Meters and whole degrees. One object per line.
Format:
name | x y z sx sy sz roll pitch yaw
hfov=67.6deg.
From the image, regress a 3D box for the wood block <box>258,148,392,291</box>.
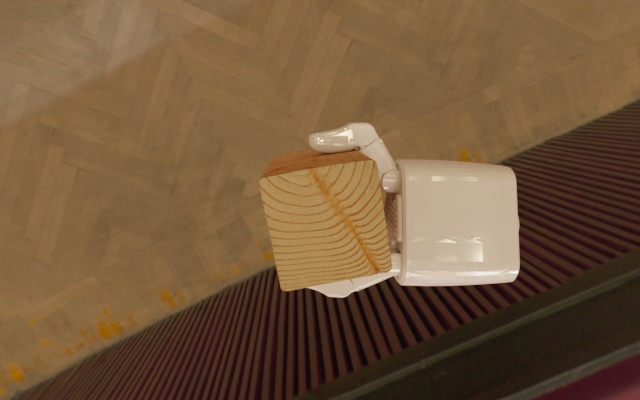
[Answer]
wood block | 0.000 0.001 0.457 0.090 0.091 0.206 -10 10 -1
